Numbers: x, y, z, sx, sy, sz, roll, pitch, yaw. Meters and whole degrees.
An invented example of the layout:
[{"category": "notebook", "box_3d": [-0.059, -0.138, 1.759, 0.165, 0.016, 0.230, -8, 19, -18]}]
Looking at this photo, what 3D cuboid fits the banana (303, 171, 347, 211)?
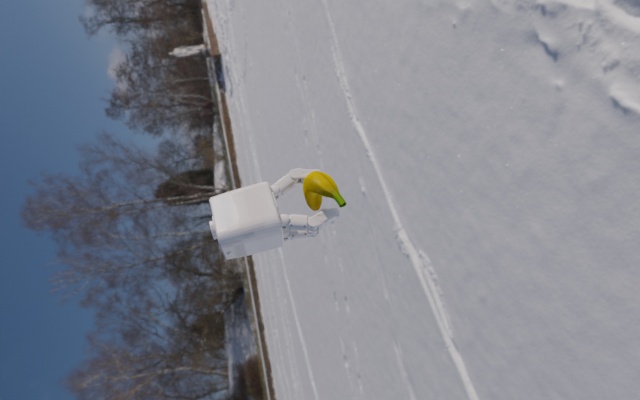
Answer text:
[{"category": "banana", "box_3d": [-0.005, -0.015, 0.816, 0.037, 0.069, 0.198, -19, 2, -11]}]
